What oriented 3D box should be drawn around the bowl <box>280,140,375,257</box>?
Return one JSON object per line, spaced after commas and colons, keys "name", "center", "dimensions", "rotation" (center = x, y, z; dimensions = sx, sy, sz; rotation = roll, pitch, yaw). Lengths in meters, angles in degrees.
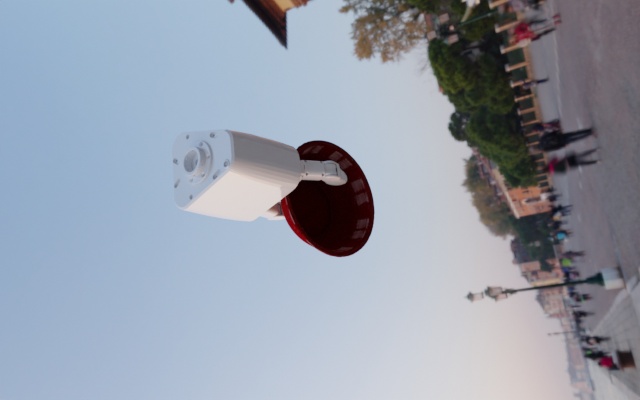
{"name": "bowl", "center": [0.001, 0.003, 0.654], "dimensions": [0.162, 0.162, 0.055], "rotation": [0, -15, -42]}
